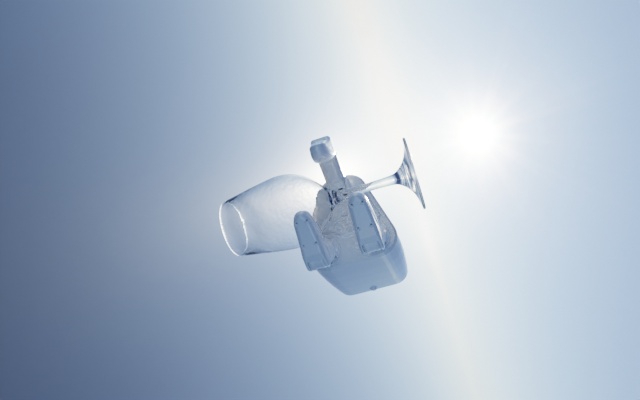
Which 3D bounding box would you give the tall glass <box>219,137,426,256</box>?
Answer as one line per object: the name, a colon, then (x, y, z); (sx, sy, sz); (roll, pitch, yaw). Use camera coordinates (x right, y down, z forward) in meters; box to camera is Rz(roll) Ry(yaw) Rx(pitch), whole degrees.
tall glass: (0.001, 0.001, 0.491); (0.201, 0.079, 0.079); (-17, -3, 11)
